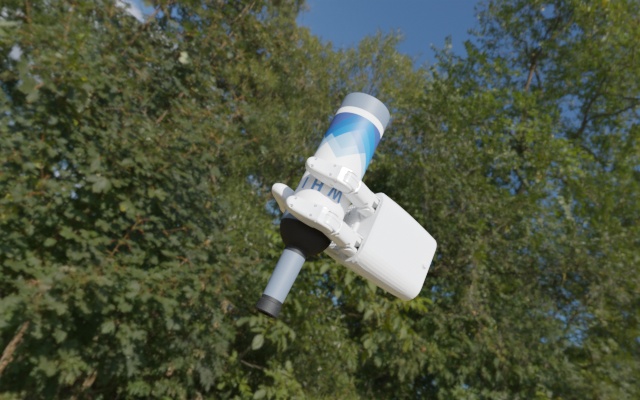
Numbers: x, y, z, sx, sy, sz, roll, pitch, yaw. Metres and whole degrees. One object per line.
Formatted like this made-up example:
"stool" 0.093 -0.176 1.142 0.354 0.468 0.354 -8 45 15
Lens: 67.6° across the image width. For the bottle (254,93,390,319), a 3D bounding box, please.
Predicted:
"bottle" 0.000 0.002 0.578 0.069 0.295 0.069 22 -22 10
